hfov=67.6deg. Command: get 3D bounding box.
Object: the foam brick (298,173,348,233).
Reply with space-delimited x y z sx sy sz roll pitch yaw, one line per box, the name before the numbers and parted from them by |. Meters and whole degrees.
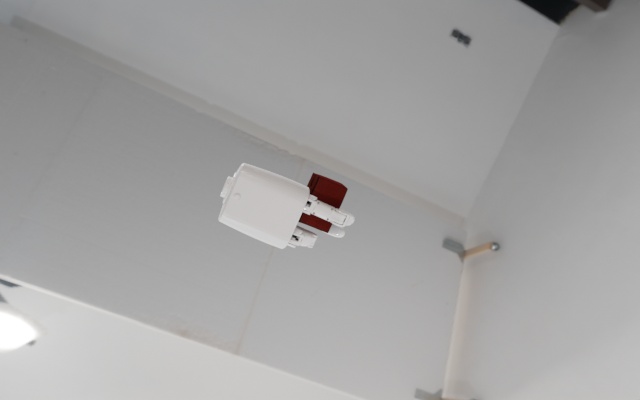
foam brick | 0.000 0.002 0.740 0.051 0.078 0.053 23 5 -12
